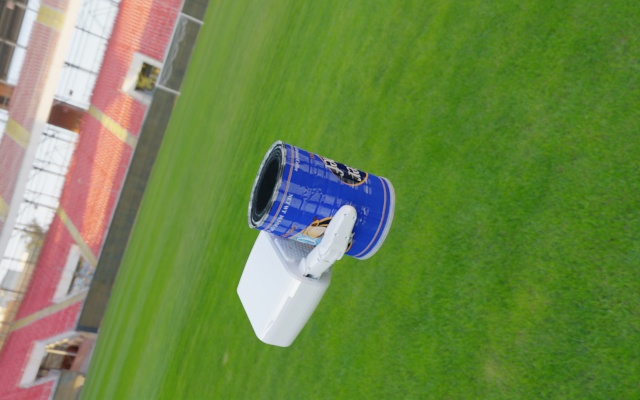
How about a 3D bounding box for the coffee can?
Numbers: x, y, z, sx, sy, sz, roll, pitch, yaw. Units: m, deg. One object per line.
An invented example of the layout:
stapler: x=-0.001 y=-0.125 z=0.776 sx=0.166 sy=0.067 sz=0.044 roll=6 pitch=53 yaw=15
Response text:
coffee can: x=0.000 y=0.002 z=0.553 sx=0.140 sy=0.103 sz=0.103 roll=18 pitch=-7 yaw=-21
